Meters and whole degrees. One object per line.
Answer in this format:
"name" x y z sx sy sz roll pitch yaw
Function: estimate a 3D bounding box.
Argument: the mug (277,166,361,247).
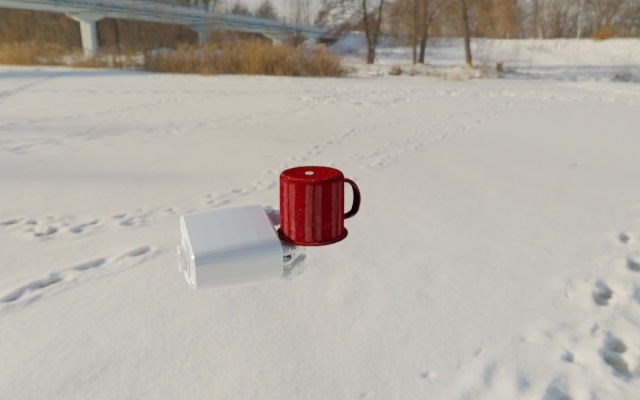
"mug" 0.001 0.002 0.607 0.117 0.081 0.093 -8 18 -24
